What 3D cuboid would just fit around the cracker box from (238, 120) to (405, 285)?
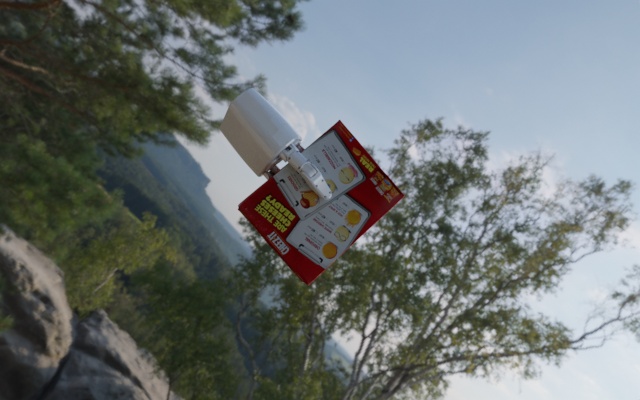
[{"bbox_3d":[0.000,0.002,0.768,0.213,0.164,0.072,-42,3,-12],"label":"cracker box"}]
